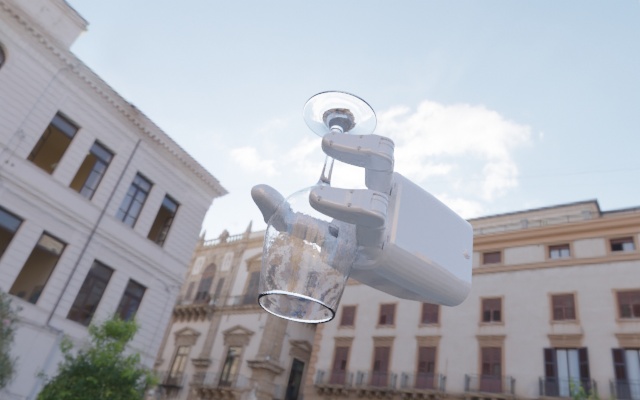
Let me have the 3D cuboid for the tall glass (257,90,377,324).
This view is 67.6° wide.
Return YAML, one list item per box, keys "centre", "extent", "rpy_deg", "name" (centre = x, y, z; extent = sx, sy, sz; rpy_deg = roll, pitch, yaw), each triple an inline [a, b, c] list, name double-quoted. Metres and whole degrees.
- centre: [0.000, 0.001, 0.420]
  extent: [0.079, 0.201, 0.079]
  rpy_deg: [10, -32, 6]
  name: "tall glass"
